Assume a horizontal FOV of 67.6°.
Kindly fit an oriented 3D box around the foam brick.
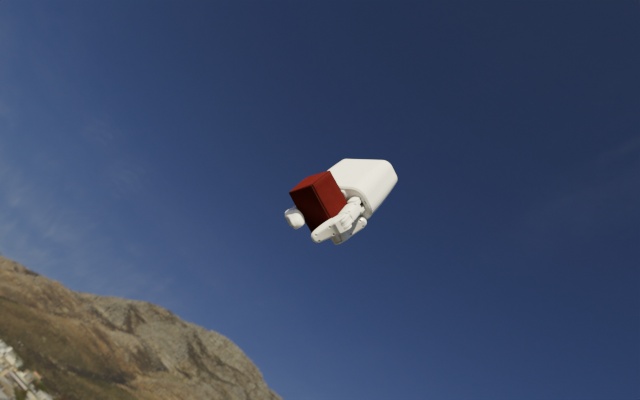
[{"bbox_3d":[0.000,0.002,0.724,0.053,0.078,0.051,-13,22,43],"label":"foam brick"}]
